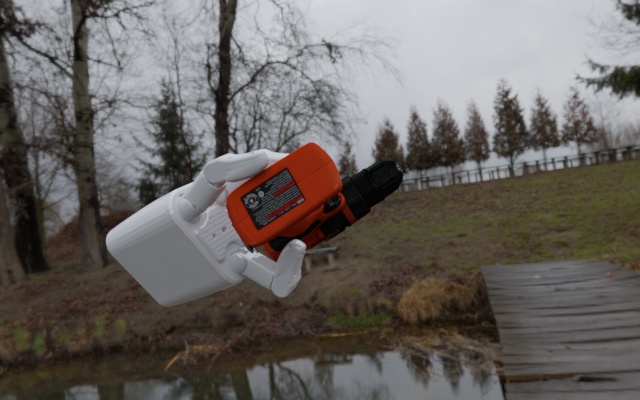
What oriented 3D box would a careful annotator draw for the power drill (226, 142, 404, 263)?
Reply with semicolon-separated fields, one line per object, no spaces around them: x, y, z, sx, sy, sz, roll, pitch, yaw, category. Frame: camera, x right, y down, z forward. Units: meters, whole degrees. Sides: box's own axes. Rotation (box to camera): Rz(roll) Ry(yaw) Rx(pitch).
0.000;0.002;0.491;0.184;0.057;0.188;-34;-16;6;power drill
